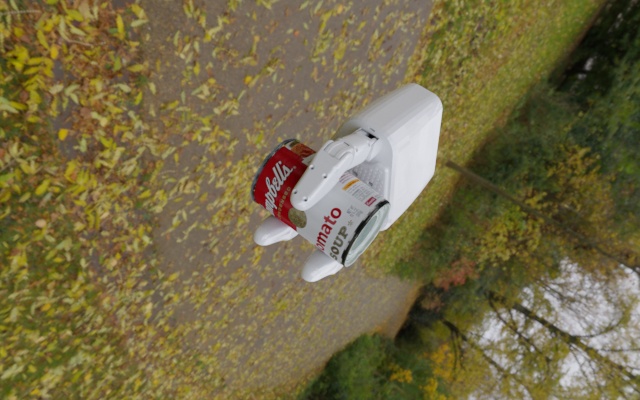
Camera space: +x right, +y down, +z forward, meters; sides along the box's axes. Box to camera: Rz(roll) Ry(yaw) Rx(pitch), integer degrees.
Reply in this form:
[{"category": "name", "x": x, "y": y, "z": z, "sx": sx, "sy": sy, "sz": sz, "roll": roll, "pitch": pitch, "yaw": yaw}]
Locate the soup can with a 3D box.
[{"category": "soup can", "x": 0.000, "y": 0.002, "z": 0.410, "sx": 0.102, "sy": 0.068, "sz": 0.068, "roll": 35, "pitch": 12, "yaw": 18}]
